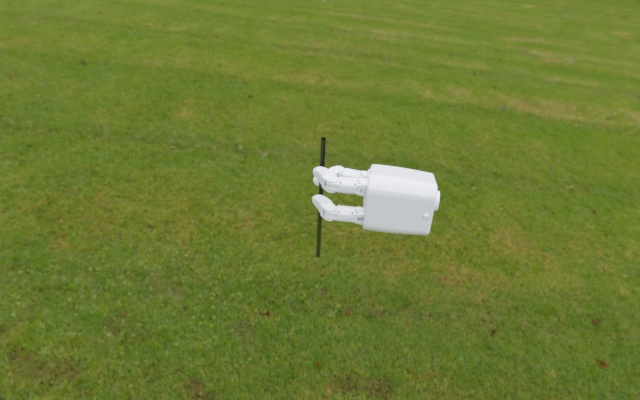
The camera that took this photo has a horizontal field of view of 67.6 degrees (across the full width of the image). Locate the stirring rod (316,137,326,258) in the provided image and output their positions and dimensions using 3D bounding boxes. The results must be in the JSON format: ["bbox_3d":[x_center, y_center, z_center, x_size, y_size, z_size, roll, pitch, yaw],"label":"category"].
[{"bbox_3d":[0.000,0.003,0.817,0.011,0.240,0.011,2,34,-1],"label":"stirring rod"}]
